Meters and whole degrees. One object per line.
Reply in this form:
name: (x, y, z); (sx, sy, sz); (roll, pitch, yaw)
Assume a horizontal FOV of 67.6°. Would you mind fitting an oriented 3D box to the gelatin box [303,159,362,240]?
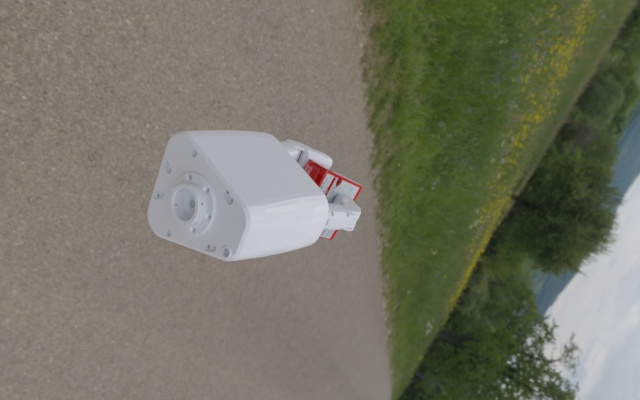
gelatin box: (0.001, 0.002, 0.520); (0.030, 0.073, 0.089); (33, 7, 30)
